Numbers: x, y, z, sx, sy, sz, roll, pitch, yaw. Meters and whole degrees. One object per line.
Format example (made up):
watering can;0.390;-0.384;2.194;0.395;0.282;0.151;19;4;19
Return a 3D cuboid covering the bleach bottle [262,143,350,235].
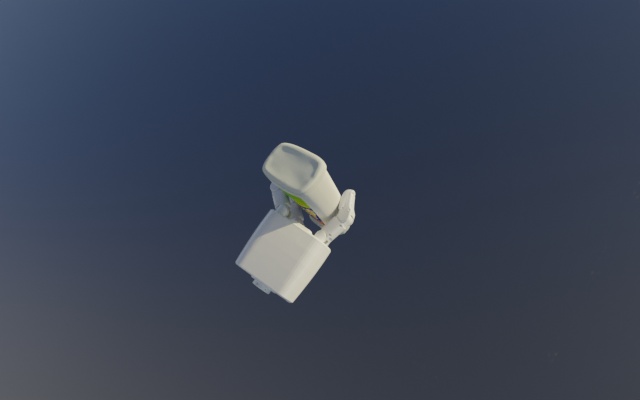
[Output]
bleach bottle;0.000;0.003;0.801;0.102;0.068;0.251;31;-11;32
